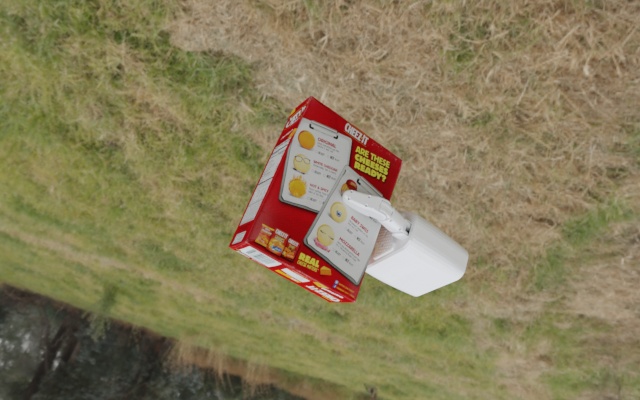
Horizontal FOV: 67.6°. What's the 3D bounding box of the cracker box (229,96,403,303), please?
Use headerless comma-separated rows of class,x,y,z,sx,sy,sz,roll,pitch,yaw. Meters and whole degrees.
cracker box,0.000,0.002,0.620,0.164,0.213,0.072,32,-26,-22
